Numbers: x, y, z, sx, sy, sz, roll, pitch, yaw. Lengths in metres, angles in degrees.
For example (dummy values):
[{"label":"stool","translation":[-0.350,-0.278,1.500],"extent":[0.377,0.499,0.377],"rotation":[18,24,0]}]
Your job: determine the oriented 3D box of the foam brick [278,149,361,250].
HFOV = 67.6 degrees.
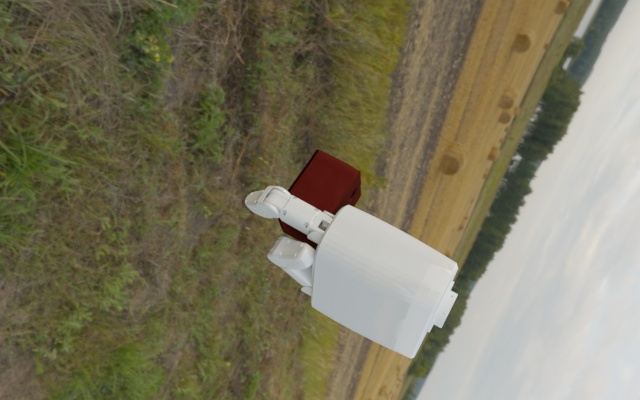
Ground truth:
[{"label":"foam brick","translation":[0.000,0.001,0.468],"extent":[0.051,0.078,0.053],"rotation":[26,-23,19]}]
